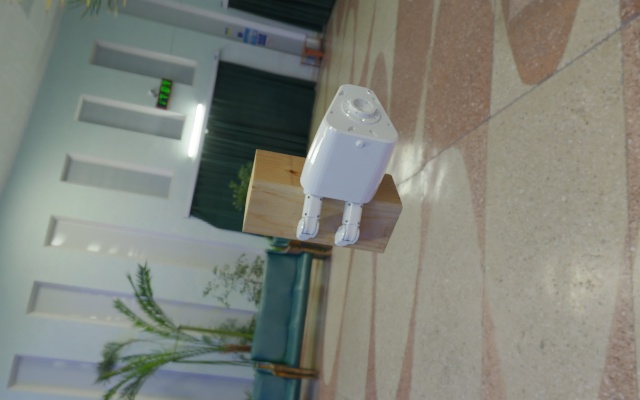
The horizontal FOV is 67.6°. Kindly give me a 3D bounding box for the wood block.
[{"bbox_3d":[0.000,0.002,0.690,0.206,0.090,0.090,10,33,-11],"label":"wood block"}]
